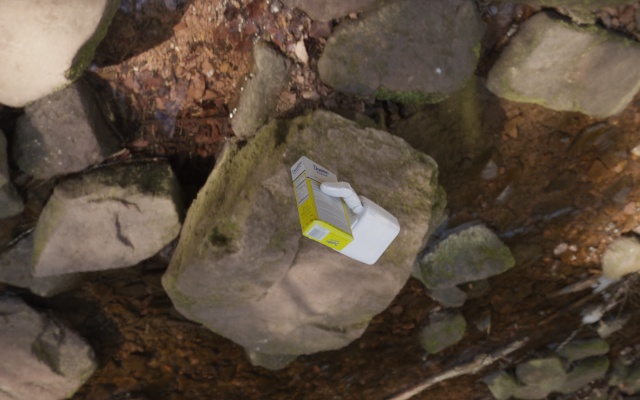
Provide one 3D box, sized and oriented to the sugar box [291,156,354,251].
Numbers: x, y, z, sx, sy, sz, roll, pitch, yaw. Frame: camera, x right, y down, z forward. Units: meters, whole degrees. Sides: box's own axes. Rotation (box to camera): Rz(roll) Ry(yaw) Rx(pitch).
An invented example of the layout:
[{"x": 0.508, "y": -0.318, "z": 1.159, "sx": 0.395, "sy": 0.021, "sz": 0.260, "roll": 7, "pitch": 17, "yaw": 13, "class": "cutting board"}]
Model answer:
[{"x": 0.000, "y": 0.003, "z": 0.889, "sx": 0.093, "sy": 0.176, "sz": 0.048, "roll": 29, "pitch": -60, "yaw": -33, "class": "sugar box"}]
